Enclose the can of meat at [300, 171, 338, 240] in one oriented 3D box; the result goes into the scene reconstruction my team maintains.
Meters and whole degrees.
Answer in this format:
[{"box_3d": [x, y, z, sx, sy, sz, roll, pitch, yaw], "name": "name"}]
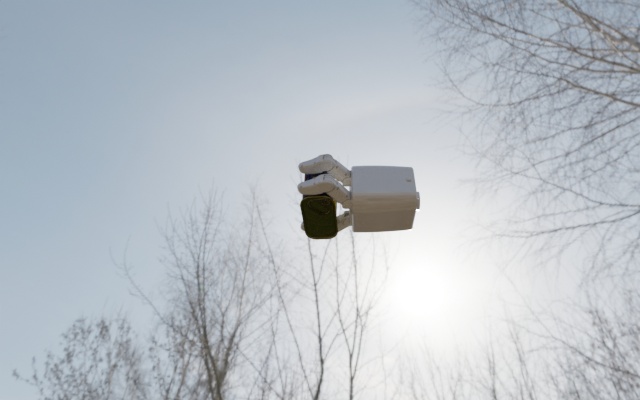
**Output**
[{"box_3d": [0.000, 0.003, 0.824, 0.057, 0.102, 0.083, -3, 44, 6], "name": "can of meat"}]
